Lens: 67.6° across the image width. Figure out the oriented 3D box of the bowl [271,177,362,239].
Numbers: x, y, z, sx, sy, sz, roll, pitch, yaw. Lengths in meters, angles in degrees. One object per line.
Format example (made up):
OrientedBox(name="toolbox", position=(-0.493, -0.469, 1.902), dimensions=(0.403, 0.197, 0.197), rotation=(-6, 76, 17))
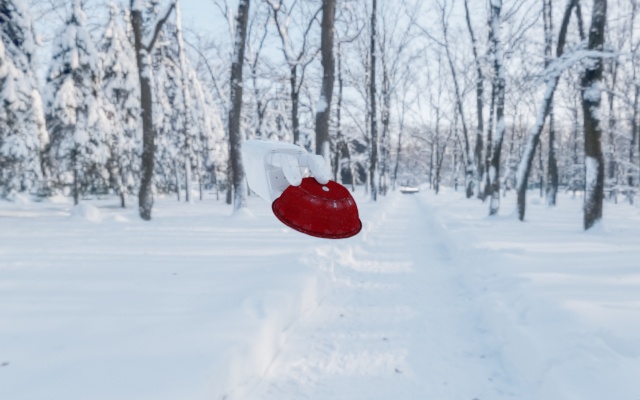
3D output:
OrientedBox(name="bowl", position=(0.001, 0.003, 0.816), dimensions=(0.162, 0.055, 0.162), rotation=(13, 24, -6))
